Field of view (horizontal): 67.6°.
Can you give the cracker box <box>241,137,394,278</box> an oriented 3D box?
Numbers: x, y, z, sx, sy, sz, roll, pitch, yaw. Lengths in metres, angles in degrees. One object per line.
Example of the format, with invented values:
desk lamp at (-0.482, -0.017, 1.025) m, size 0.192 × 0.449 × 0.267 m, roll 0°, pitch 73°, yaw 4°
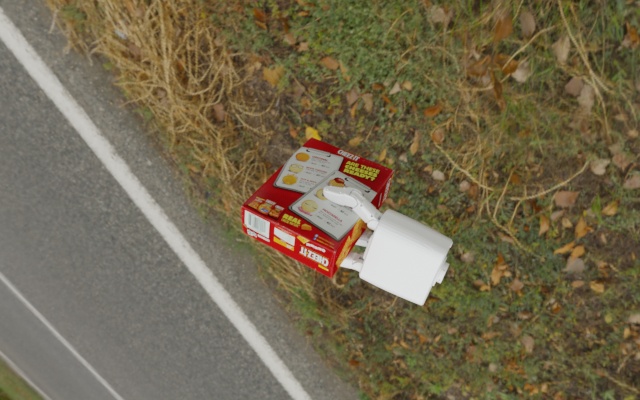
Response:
cracker box at (0.000, 0.003, 0.774) m, size 0.164 × 0.072 × 0.213 m, roll 24°, pitch 46°, yaw 17°
